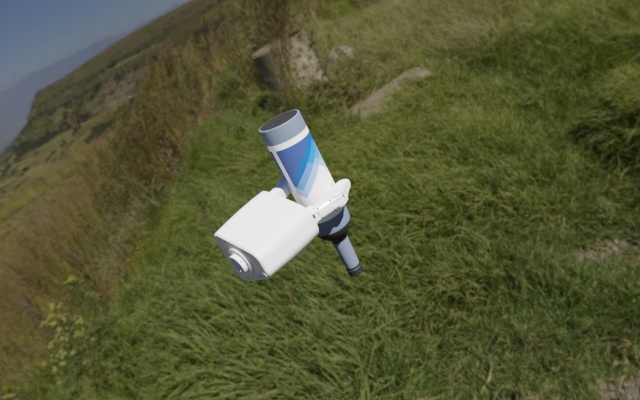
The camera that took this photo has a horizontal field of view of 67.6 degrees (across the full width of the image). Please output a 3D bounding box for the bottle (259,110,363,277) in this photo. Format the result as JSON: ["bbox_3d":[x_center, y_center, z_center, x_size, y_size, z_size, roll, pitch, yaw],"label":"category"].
[{"bbox_3d":[0.000,0.002,0.759,0.069,0.296,0.069,-22,24,11],"label":"bottle"}]
